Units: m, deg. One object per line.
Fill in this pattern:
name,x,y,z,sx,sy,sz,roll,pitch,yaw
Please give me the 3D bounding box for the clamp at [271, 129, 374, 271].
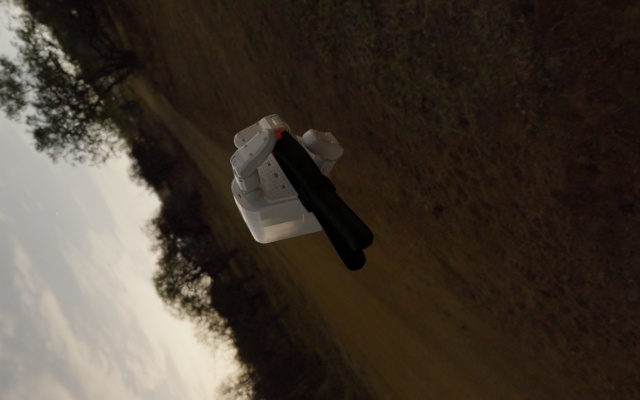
clamp,-0.001,0.002,0.507,0.039,0.171,0.120,-28,-25,-14
